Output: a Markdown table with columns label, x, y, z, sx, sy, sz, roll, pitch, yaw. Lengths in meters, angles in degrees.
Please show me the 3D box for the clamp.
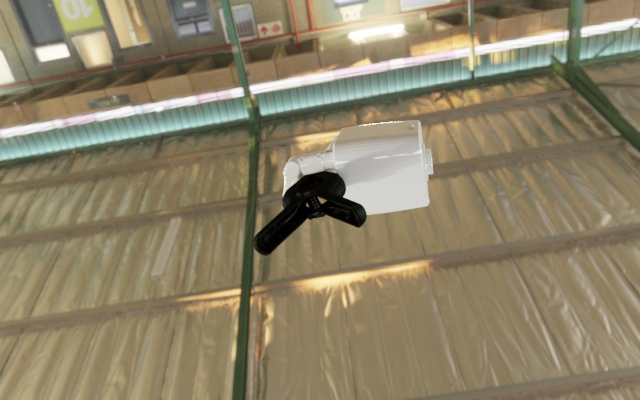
| label | x | y | z | sx | sy | sz | roll | pitch | yaw |
| --- | --- | --- | --- | --- | --- | --- | --- | --- | --- |
| clamp | 0.000 | 0.002 | 0.544 | 0.120 | 0.039 | 0.171 | -9 | 26 | 15 |
